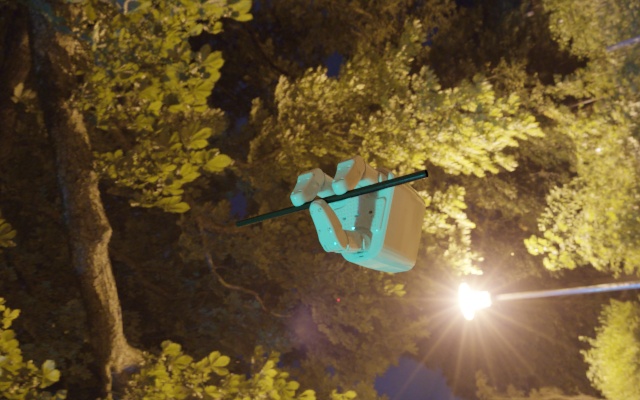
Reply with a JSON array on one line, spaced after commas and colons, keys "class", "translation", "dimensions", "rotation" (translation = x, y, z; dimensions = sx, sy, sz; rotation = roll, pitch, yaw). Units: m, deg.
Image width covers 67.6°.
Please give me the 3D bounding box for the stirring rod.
[{"class": "stirring rod", "translation": [0.000, 0.002, 0.507], "dimensions": [0.239, 0.011, 0.011], "rotation": [-15, -8, 32]}]
